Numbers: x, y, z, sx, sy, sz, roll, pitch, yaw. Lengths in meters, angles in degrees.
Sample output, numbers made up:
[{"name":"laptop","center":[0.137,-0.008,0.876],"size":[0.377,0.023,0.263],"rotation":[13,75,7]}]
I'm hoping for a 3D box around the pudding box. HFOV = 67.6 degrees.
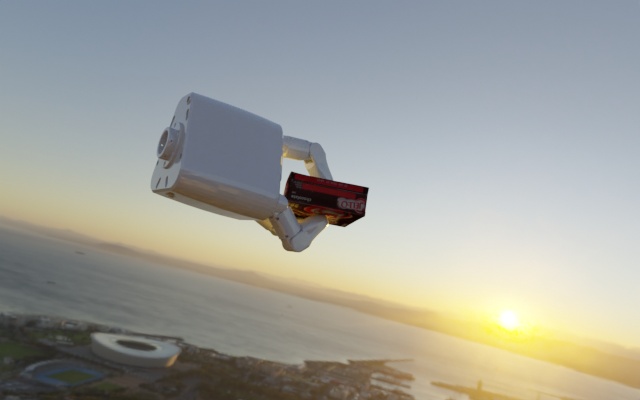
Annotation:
[{"name":"pudding box","center":[0.000,0.002,0.563],"size":[0.090,0.039,0.113],"rotation":[12,-9,-6]}]
